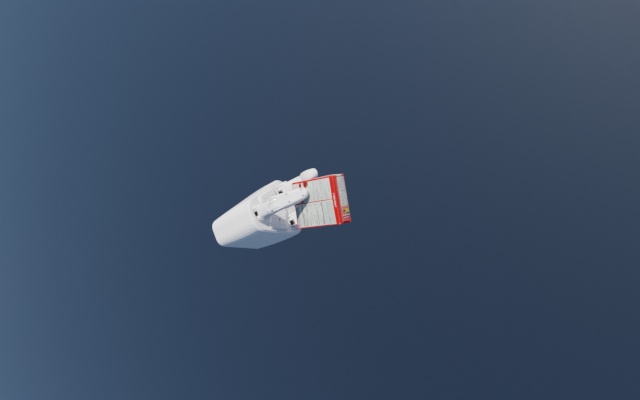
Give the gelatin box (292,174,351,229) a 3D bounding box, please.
[{"bbox_3d":[0.000,0.002,0.724,0.089,0.073,0.030,-9,0,42],"label":"gelatin box"}]
